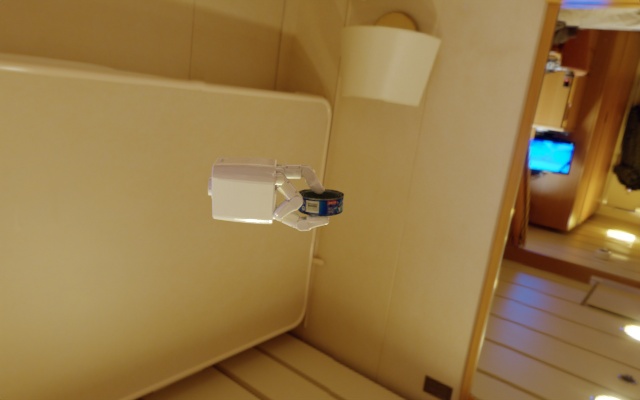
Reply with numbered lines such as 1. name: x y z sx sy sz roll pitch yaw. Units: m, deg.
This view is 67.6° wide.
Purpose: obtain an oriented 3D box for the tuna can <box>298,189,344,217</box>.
1. tuna can: 0.000 0.003 0.883 0.086 0.034 0.086 2 13 0
